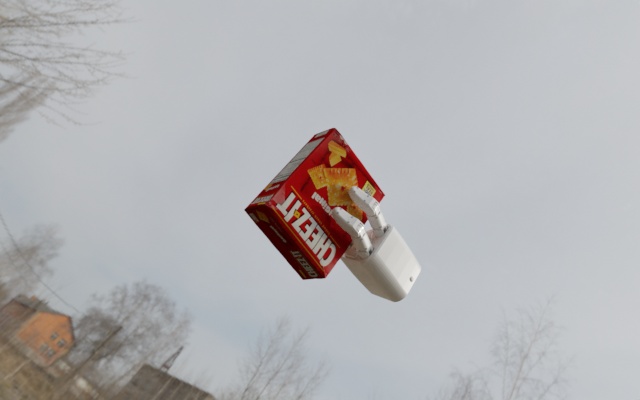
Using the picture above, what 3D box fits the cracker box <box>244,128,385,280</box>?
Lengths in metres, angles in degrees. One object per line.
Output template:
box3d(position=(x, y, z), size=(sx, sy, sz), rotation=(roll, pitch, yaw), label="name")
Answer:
box3d(position=(0.000, 0.003, 0.818), size=(0.072, 0.164, 0.213), rotation=(-14, 30, 50), label="cracker box")
